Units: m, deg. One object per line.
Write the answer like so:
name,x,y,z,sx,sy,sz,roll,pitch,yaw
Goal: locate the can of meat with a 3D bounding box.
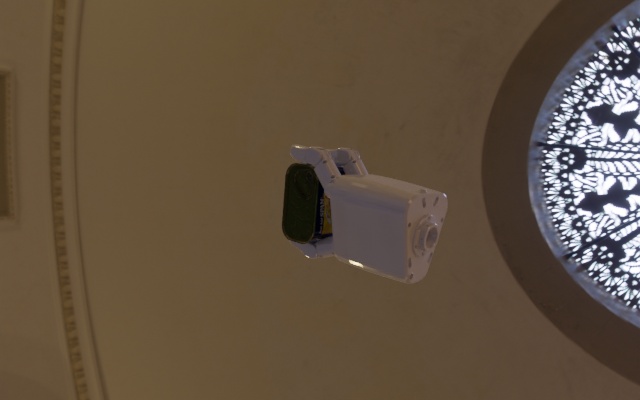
can of meat,0.000,0.002,0.640,0.057,0.102,0.084,12,10,42
